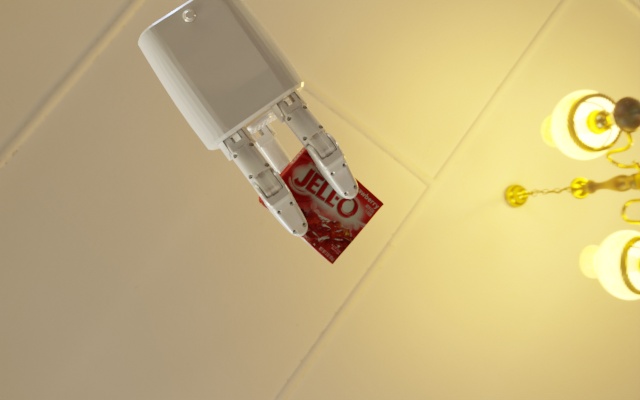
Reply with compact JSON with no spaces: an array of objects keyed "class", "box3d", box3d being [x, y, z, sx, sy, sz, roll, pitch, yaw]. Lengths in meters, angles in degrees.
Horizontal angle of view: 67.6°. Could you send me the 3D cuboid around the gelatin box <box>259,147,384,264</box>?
[{"class":"gelatin box","box3d":[0.000,0.002,0.433,0.089,0.073,0.030,42,-5,-12]}]
